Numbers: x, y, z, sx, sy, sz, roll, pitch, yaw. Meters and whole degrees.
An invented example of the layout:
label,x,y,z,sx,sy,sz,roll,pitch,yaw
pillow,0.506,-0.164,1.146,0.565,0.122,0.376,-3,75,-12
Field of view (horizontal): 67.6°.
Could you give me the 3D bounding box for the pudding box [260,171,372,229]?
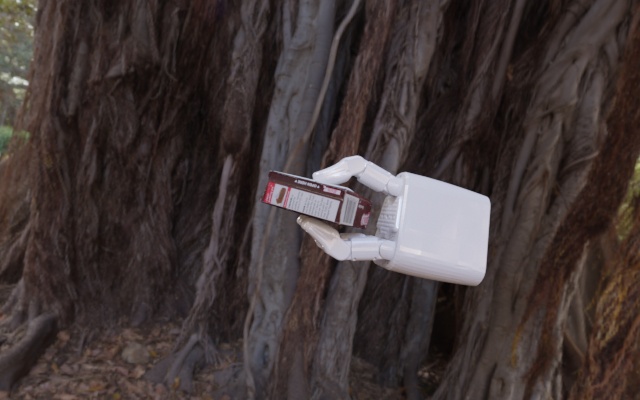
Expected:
label,x,y,z,sx,sy,sz,roll,pitch,yaw
pudding box,0.000,0.002,0.525,0.090,0.039,0.113,14,-3,20
